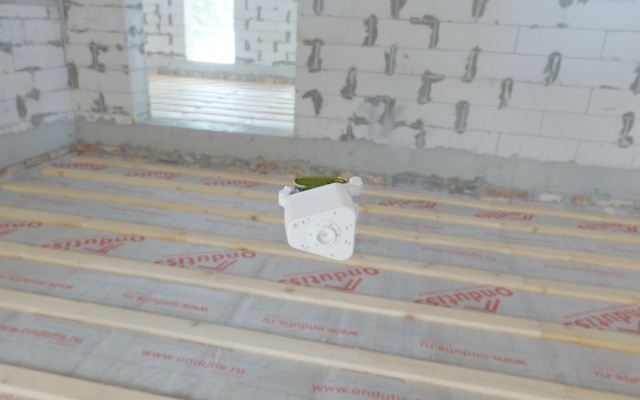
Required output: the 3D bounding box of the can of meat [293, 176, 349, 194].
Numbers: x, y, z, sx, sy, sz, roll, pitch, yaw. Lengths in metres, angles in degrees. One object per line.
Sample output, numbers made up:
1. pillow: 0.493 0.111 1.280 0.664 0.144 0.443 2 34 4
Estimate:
1. can of meat: 0.000 0.003 0.886 0.102 0.084 0.057 0 20 -9
